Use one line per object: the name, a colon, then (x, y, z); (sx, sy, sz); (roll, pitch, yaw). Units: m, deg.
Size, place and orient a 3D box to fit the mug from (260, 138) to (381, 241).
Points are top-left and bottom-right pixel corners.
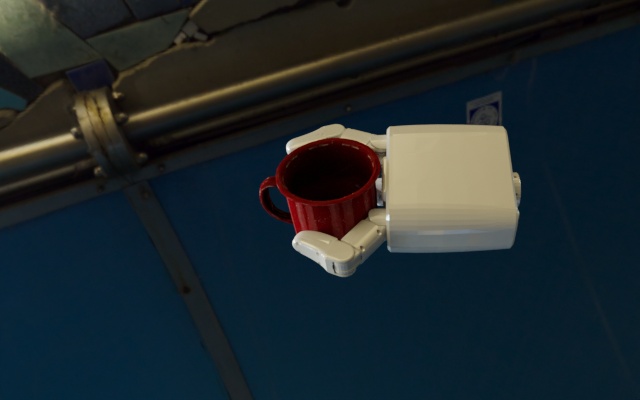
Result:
mug: (-0.001, 0.002, 0.448); (0.117, 0.082, 0.093); (0, 43, 12)
